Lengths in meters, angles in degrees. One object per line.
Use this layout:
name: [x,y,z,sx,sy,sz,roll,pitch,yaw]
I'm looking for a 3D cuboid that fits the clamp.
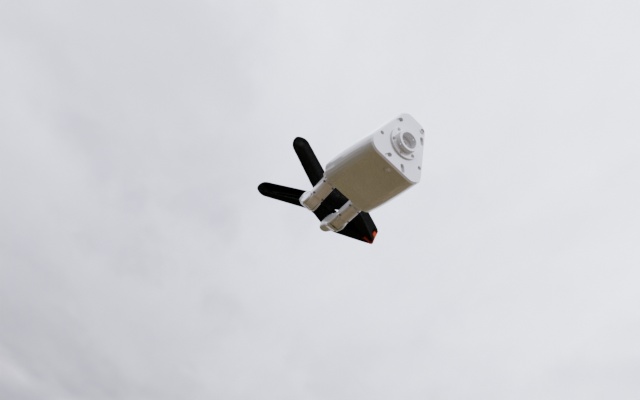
clamp: [0.001,0.002,0.773,0.210,0.036,0.164,41,-37,-13]
